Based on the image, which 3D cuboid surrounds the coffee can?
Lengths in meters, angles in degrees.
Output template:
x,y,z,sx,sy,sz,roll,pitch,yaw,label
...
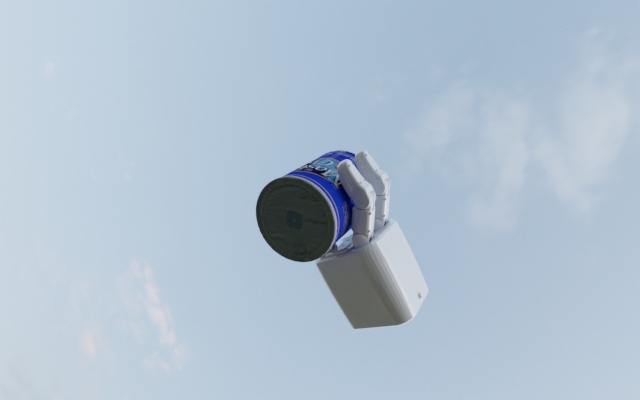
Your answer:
x,y,z,sx,sy,sz,roll,pitch,yaw,label
0.000,0.002,0.595,0.103,0.103,0.140,0,18,27,coffee can
